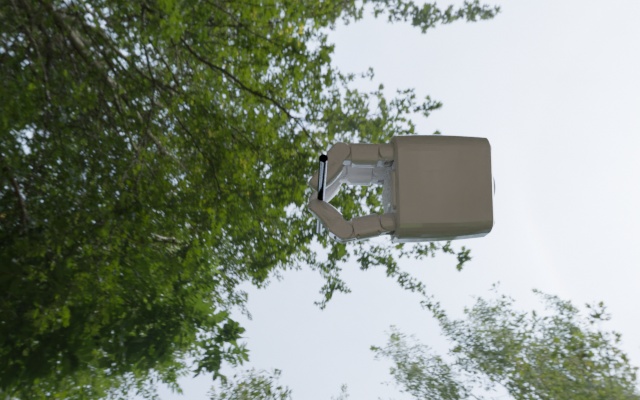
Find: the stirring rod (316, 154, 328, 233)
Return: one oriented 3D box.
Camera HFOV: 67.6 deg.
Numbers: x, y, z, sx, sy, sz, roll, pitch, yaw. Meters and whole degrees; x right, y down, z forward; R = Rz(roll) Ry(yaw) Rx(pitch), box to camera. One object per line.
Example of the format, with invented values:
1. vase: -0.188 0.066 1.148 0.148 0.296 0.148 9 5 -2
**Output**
1. stirring rod: 0.000 0.002 0.538 0.011 0.011 0.240 0 -19 -1
